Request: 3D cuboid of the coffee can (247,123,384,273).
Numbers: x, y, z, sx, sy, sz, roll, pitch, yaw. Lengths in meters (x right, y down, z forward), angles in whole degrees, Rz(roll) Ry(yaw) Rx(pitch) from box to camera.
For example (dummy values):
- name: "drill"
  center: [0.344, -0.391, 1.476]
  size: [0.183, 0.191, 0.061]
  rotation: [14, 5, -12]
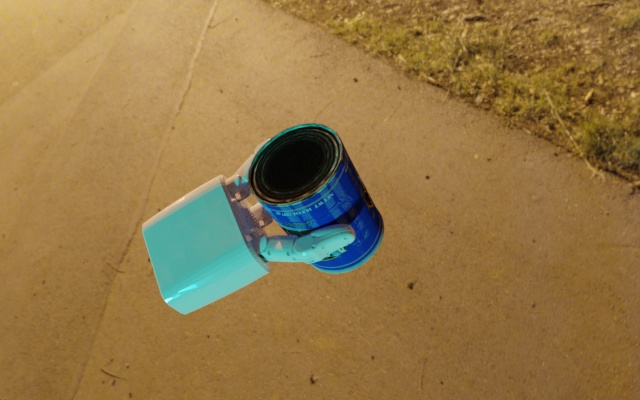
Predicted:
- name: "coffee can"
  center: [0.000, 0.002, 0.515]
  size: [0.103, 0.102, 0.140]
  rotation: [0, -34, 27]
